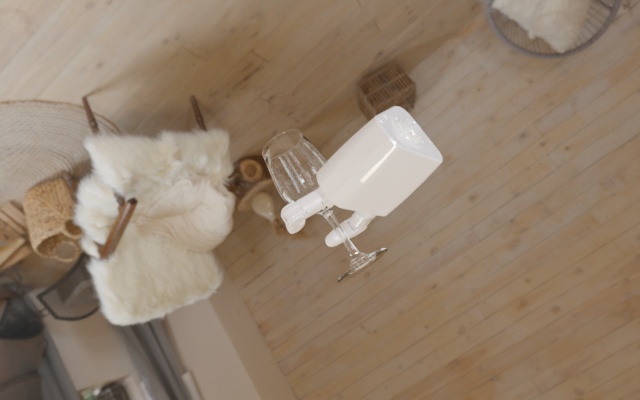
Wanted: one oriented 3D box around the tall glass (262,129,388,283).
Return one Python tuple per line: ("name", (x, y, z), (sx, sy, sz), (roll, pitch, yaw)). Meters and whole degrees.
("tall glass", (0.000, 0.003, 0.619), (0.079, 0.201, 0.079), (-30, -18, -11))
